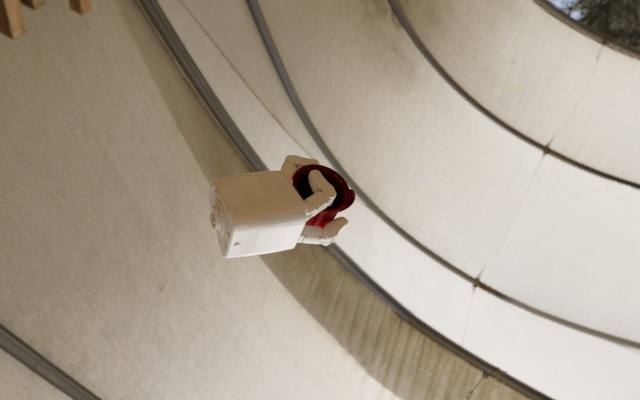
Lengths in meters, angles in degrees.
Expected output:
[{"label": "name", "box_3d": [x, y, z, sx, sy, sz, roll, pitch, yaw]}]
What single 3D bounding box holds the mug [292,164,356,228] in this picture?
[{"label": "mug", "box_3d": [0.001, 0.002, 0.763, 0.117, 0.093, 0.081, -5, -34, -27]}]
